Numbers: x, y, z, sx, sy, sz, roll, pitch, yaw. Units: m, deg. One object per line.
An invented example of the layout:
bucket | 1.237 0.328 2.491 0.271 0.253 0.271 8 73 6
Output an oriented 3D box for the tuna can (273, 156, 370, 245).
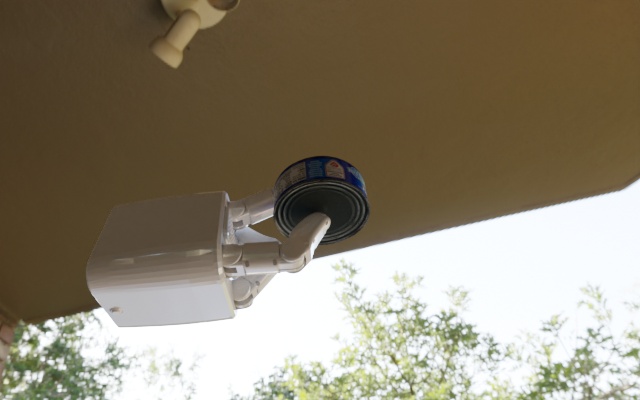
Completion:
tuna can | 0.000 0.001 0.431 0.086 0.033 0.086 -3 -43 -3
